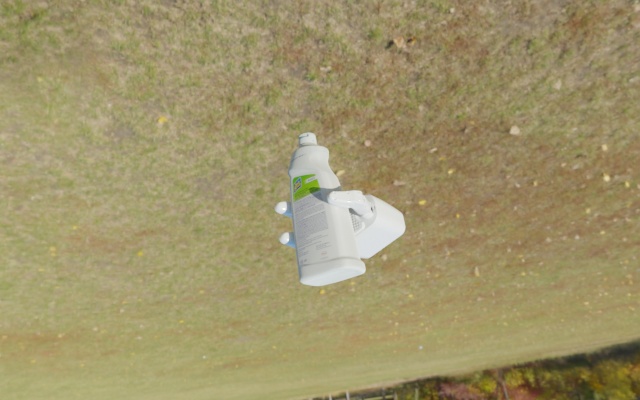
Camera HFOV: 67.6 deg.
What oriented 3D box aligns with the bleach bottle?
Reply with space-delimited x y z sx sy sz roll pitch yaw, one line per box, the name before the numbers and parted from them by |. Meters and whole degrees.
bleach bottle | 0.000 0.003 0.764 0.102 0.250 0.068 -22 -26 29
